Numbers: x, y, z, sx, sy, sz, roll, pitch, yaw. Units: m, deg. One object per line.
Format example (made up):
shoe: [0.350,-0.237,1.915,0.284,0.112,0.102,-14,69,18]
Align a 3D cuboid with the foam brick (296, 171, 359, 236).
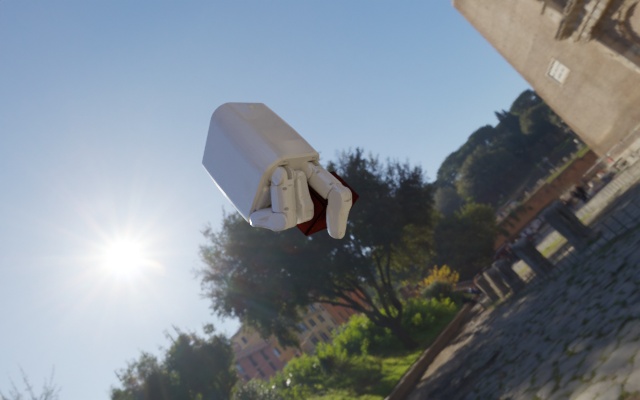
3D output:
foam brick: [0.000,0.002,0.599,0.051,0.053,0.078,46,31,19]
